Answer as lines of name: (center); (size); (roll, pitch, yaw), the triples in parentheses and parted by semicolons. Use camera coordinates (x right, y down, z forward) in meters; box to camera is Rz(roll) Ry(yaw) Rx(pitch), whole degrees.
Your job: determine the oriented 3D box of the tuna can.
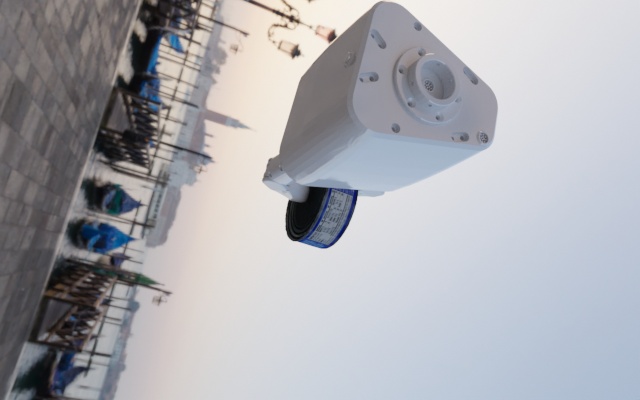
tuna can: (0.001, 0.002, 0.451); (0.034, 0.086, 0.086); (19, -8, -23)
